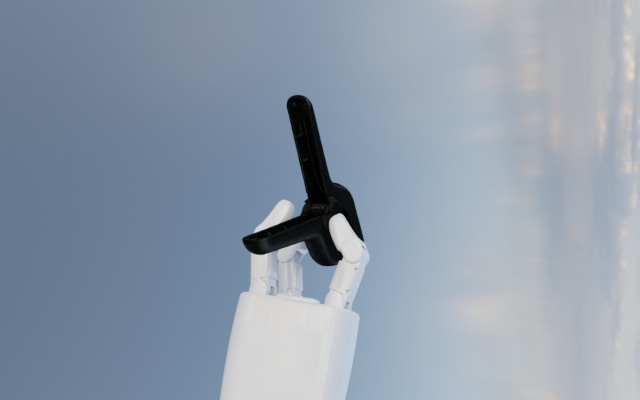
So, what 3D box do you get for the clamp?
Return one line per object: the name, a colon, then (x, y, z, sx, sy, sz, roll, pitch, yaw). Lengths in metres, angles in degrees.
clamp: (0.001, 0.002, 0.509, 0.036, 0.164, 0.210, 2, -20, 29)
